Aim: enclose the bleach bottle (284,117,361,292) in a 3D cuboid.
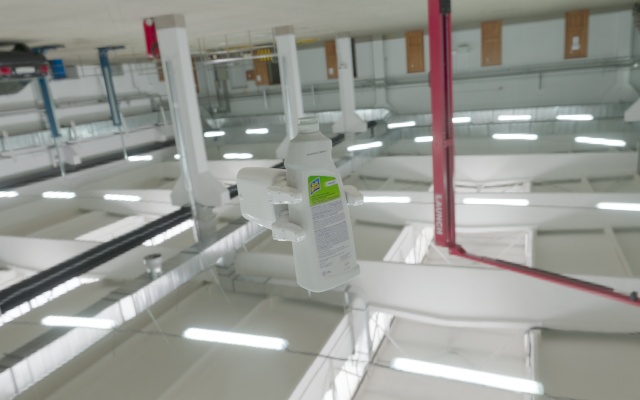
[{"bbox_3d":[0.000,0.002,0.708,0.102,0.251,0.068,-18,20,-38],"label":"bleach bottle"}]
